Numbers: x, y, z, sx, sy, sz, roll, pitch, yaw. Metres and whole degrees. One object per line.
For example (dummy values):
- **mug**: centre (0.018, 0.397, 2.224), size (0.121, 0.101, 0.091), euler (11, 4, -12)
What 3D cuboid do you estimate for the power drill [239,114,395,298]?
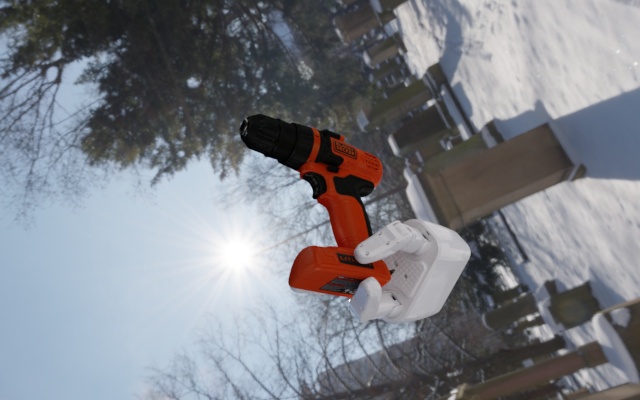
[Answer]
- **power drill**: centre (0.000, 0.002, 0.508), size (0.184, 0.187, 0.057), euler (16, -38, -30)
